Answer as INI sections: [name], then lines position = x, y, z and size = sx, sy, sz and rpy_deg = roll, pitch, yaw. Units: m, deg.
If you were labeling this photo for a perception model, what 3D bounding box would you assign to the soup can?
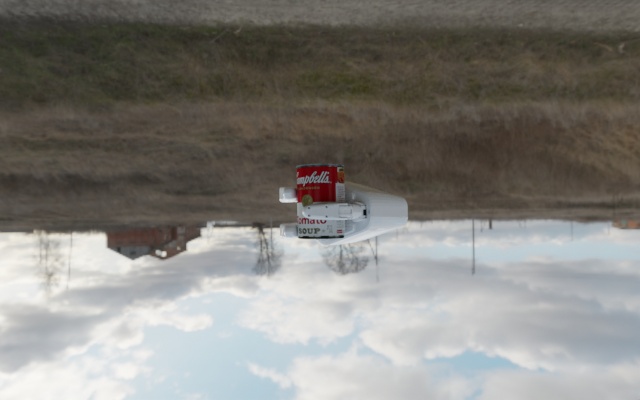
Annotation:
[soup can]
position = 0.000, 0.002, 0.672
size = 0.068, 0.102, 0.068
rpy_deg = -1, -2, 0
